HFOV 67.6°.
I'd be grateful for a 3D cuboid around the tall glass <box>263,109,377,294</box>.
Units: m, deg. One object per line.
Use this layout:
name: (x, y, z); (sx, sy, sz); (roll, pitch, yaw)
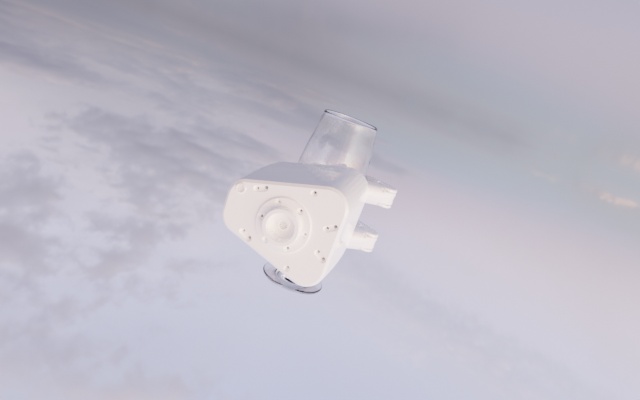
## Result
tall glass: (0.000, 0.002, 0.545); (0.079, 0.201, 0.079); (19, 15, -5)
